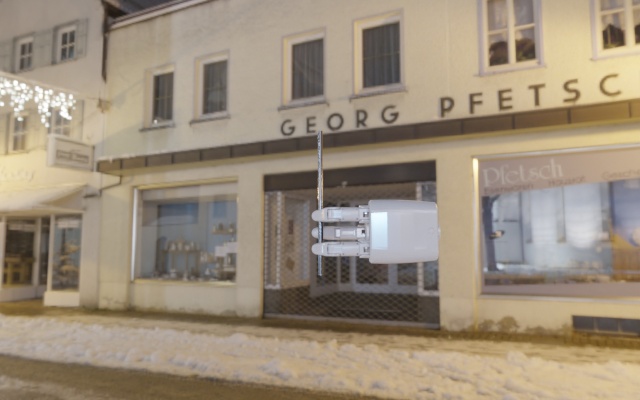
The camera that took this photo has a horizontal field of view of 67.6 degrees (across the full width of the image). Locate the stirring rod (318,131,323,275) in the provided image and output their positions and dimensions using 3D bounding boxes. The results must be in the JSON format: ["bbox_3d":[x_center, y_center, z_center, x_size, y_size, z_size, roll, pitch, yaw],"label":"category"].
[{"bbox_3d":[0.000,0.003,0.795,0.011,0.239,0.011,0,-5,0],"label":"stirring rod"}]
